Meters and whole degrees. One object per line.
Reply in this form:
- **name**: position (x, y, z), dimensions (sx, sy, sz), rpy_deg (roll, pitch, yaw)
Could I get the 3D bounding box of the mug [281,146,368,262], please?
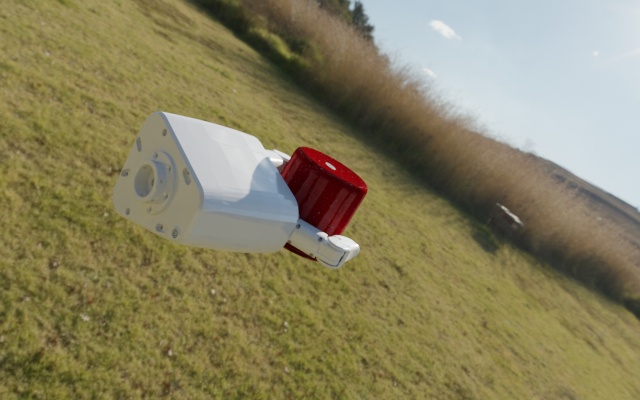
- **mug**: position (0.001, 0.002, 0.481), dimensions (0.093, 0.081, 0.117), rpy_deg (40, 17, 31)
